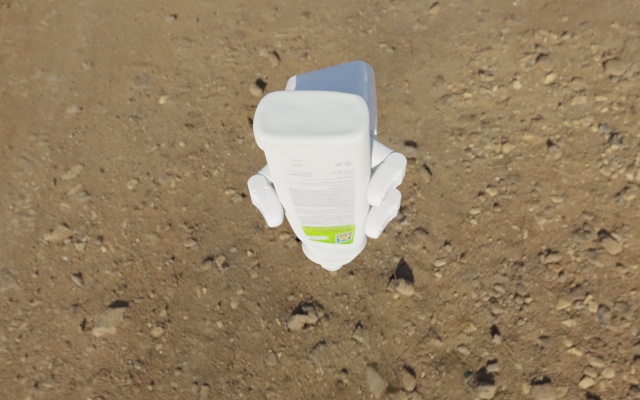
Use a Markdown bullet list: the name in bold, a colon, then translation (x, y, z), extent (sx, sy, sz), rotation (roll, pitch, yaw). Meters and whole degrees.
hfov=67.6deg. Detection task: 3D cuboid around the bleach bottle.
- **bleach bottle**: translation (0.000, 0.002, 0.501), extent (0.102, 0.068, 0.251), rotation (2, -36, 5)
